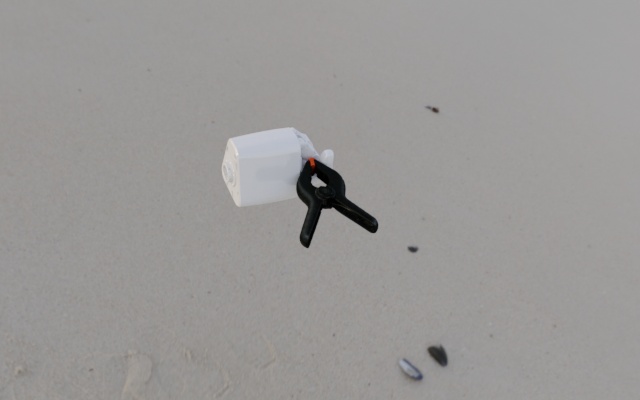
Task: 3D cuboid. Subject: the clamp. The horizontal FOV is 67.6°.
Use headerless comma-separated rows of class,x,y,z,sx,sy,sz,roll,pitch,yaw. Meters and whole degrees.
clamp,0.000,0.002,0.744,0.120,0.039,0.171,-14,48,-23
